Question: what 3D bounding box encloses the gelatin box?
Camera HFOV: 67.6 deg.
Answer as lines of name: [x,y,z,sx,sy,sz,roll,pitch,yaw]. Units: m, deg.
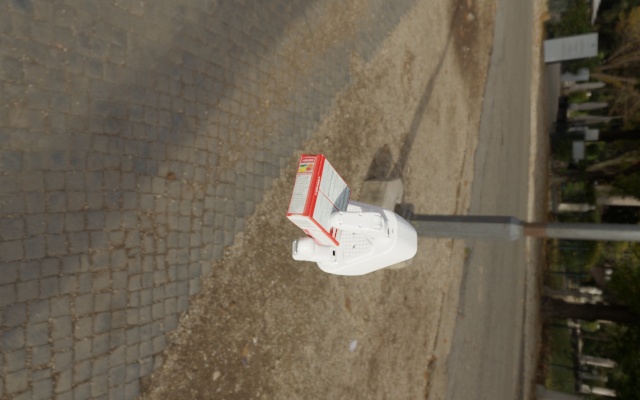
gelatin box: [0.000,0.002,0.525,0.030,0.073,0.089,1,-24,26]
